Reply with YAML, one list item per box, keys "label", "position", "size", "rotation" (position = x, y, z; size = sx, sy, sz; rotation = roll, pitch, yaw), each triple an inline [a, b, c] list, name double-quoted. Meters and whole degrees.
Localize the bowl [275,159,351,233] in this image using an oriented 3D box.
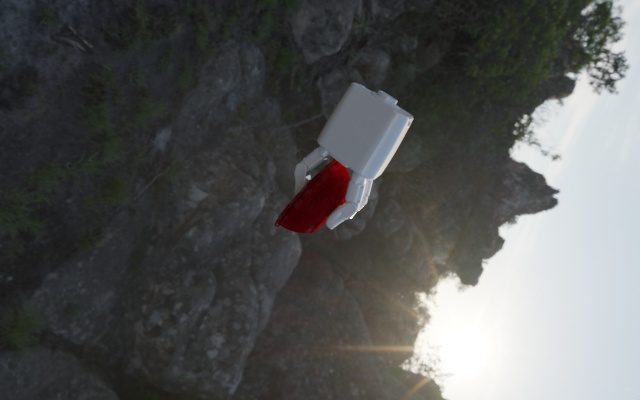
- label: "bowl"
  position: [0.000, 0.004, 0.785]
  size: [0.055, 0.162, 0.162]
  rotation: [44, 5, 5]
